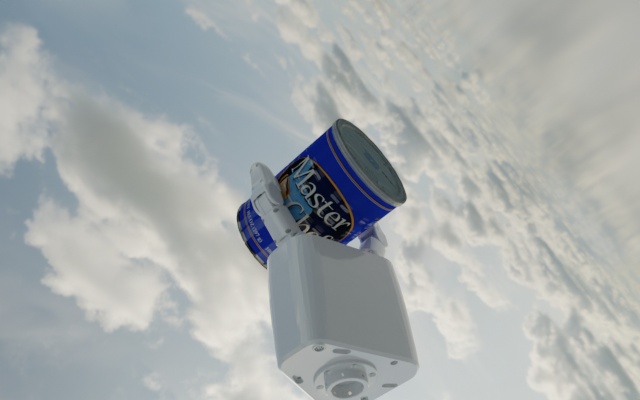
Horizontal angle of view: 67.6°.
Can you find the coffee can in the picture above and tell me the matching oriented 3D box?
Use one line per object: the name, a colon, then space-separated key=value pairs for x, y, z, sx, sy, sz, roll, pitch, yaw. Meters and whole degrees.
coffee can: x=0.000 y=0.001 z=0.482 sx=0.140 sy=0.102 sz=0.103 roll=-39 pitch=-17 yaw=22
